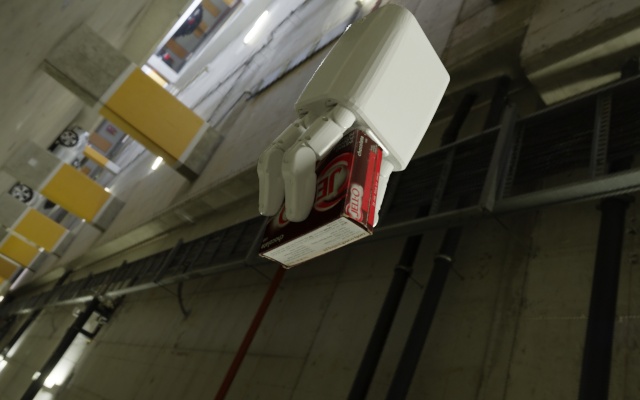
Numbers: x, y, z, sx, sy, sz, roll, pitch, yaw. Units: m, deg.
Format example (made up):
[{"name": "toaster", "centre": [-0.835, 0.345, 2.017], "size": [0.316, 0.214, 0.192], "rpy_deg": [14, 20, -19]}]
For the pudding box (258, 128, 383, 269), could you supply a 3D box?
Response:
[{"name": "pudding box", "centre": [0.000, 0.001, 0.416], "size": [0.039, 0.090, 0.113], "rpy_deg": [33, -40, -25]}]
